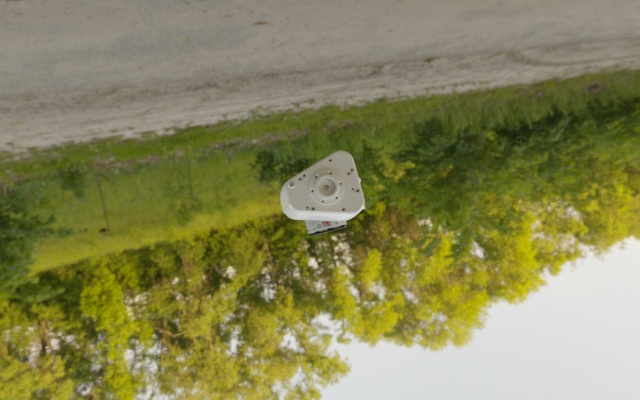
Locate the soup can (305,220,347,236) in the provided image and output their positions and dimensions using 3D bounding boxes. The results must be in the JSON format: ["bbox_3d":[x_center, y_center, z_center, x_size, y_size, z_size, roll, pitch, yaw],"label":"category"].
[{"bbox_3d":[0.000,0.003,0.799,0.068,0.102,0.068,-15,-3,-1],"label":"soup can"}]
